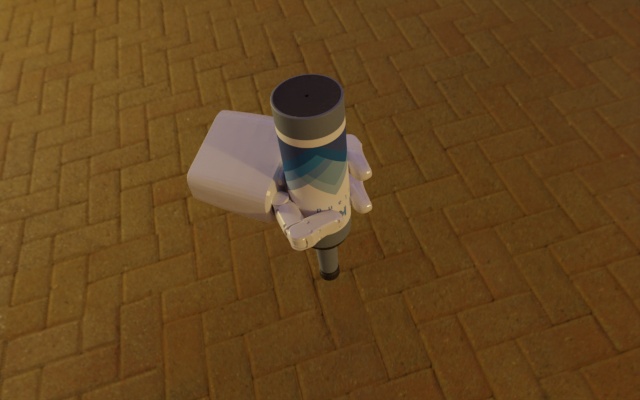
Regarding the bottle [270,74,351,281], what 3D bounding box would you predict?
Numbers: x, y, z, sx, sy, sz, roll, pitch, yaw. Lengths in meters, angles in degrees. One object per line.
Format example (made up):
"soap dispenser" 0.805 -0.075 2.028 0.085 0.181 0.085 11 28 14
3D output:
"bottle" 0.000 0.002 0.537 0.069 0.069 0.296 0 -41 6
